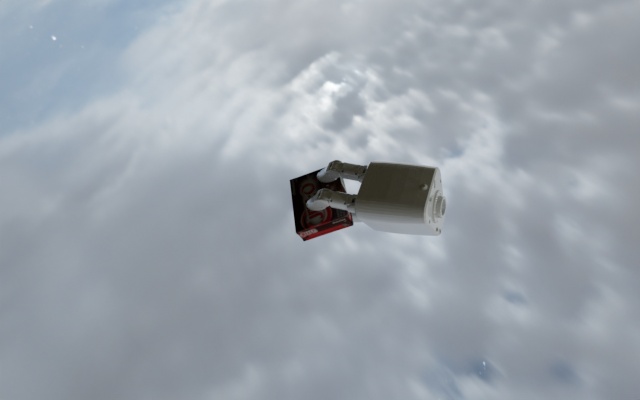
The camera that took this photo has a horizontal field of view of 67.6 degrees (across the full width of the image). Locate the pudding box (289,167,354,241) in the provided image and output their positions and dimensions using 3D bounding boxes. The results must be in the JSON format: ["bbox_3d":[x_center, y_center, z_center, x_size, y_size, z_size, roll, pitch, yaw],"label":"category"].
[{"bbox_3d":[0.000,0.003,0.790,0.090,0.113,0.039,-19,-39,12],"label":"pudding box"}]
